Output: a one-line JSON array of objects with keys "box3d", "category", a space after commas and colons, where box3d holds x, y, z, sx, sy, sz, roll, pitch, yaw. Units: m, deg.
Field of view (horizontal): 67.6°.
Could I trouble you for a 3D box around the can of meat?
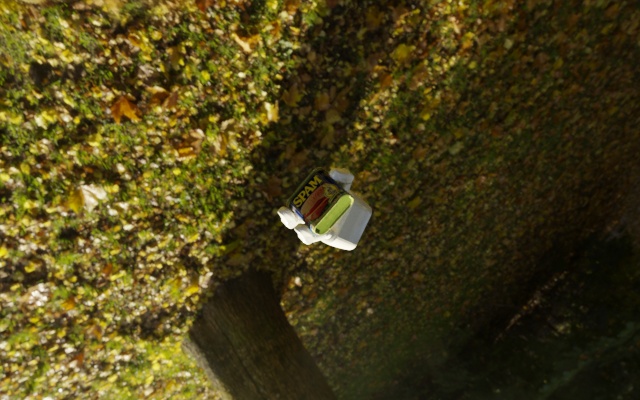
[{"box3d": [0.000, 0.003, 0.896, 0.084, 0.102, 0.057, 44, 5, 31], "category": "can of meat"}]
